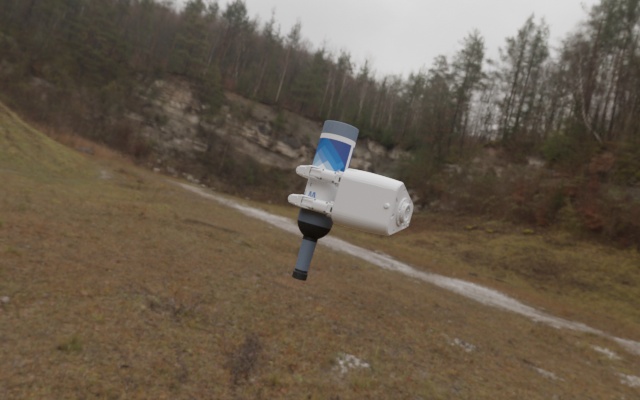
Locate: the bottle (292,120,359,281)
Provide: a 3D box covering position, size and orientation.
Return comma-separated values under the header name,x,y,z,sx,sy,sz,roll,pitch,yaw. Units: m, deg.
name,x,y,z,sx,sy,sz,roll,pitch,yaw
bottle,0.000,0.003,0.886,0.069,0.295,0.069,16,-2,1
